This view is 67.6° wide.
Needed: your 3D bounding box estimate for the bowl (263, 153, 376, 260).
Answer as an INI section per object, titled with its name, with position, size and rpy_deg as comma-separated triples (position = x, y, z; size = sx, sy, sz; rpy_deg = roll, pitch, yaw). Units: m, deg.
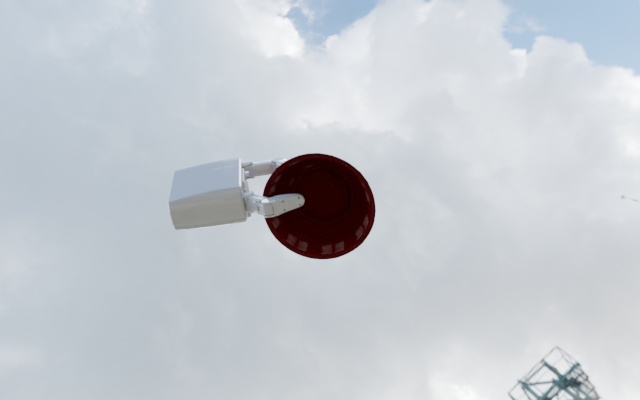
[bowl]
position = 0.001, 0.002, 0.693
size = 0.162, 0.162, 0.055
rpy_deg = 0, 22, 9
